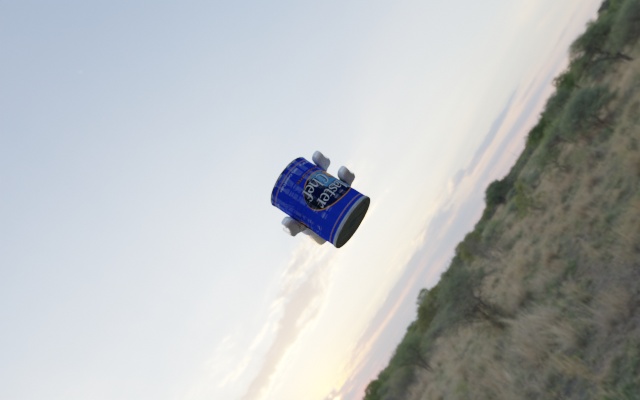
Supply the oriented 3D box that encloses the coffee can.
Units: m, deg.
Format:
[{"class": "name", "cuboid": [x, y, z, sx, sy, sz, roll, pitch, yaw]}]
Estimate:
[{"class": "coffee can", "cuboid": [0.000, 0.003, 0.820, 0.140, 0.103, 0.103, 32, 11, 18]}]
